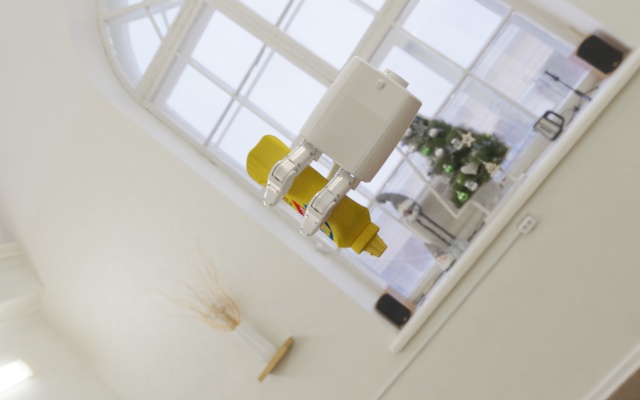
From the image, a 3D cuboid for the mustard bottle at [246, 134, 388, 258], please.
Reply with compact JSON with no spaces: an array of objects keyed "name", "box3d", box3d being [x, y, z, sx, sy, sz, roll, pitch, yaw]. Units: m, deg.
[{"name":"mustard bottle","box3d":[0.000,0.002,0.574,0.191,0.058,0.096,38,-12,10]}]
